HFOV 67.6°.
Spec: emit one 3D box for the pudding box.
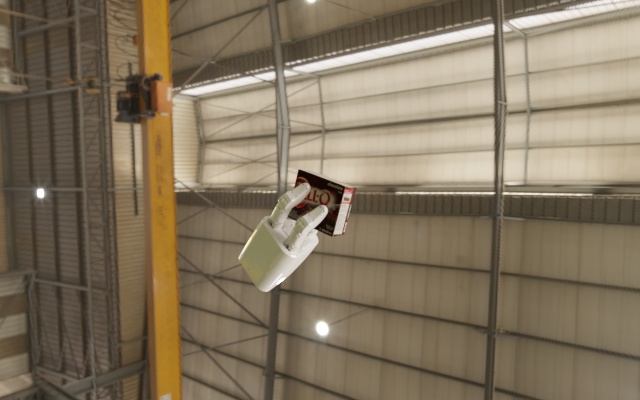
[{"bbox_3d":[0.000,0.003,0.831,0.113,0.090,0.039,21,14,35],"label":"pudding box"}]
